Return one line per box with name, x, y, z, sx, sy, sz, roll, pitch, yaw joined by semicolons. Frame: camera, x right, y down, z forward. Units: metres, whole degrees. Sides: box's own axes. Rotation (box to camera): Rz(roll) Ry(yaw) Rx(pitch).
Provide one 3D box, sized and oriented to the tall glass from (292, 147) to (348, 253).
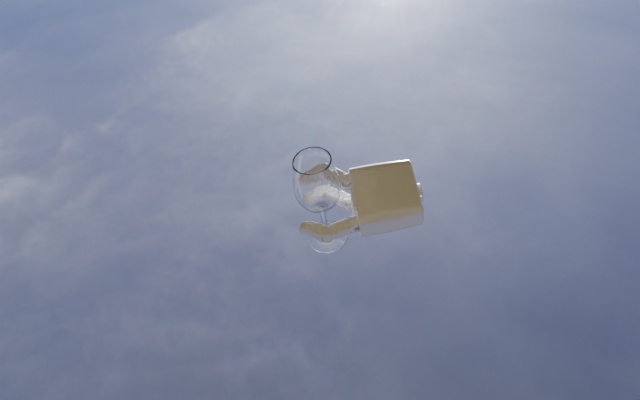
tall glass;0.000;0.003;0.805;0.079;0.079;0.201;0;-40;10
